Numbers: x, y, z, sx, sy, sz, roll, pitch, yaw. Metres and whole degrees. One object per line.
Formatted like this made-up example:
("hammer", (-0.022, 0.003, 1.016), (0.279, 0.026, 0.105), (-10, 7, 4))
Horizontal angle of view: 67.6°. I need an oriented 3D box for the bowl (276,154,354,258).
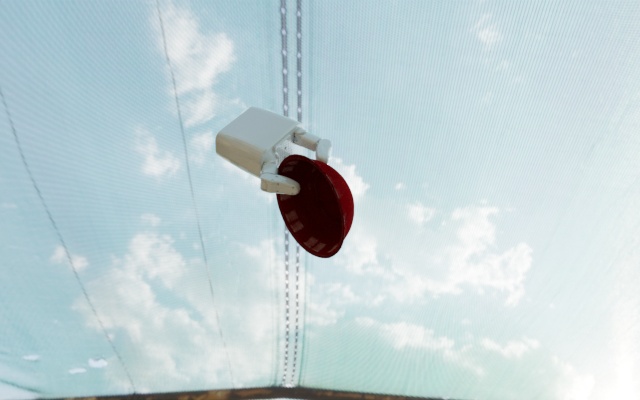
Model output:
("bowl", (0.001, 0.003, 0.716), (0.055, 0.162, 0.162), (-22, 13, -34))
